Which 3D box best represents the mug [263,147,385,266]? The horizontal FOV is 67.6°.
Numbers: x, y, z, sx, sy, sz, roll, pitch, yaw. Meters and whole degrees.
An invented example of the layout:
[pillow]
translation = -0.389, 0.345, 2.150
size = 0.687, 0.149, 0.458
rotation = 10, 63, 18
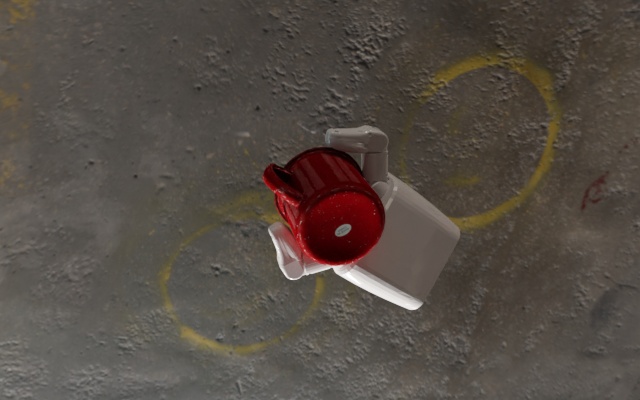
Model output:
[mug]
translation = -0.001, 0.001, 0.436
size = 0.117, 0.093, 0.081
rotation = 30, 13, -26
